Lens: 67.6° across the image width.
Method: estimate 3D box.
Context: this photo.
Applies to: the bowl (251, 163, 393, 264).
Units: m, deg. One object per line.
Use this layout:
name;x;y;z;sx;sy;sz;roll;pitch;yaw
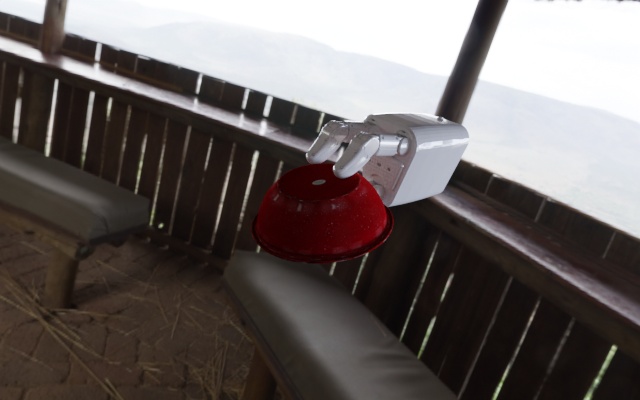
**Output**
bowl;-0.001;0.002;0.531;0.162;0.055;0.162;-3;29;2
